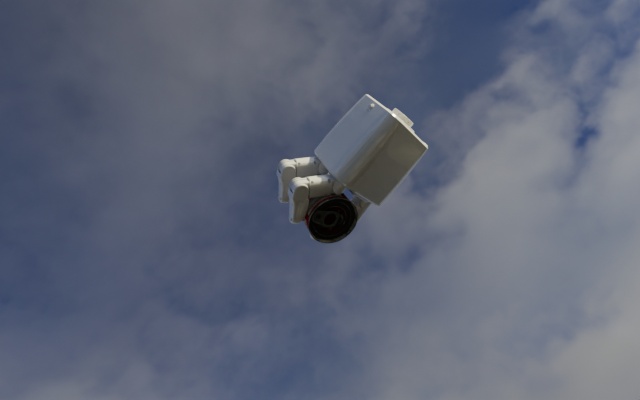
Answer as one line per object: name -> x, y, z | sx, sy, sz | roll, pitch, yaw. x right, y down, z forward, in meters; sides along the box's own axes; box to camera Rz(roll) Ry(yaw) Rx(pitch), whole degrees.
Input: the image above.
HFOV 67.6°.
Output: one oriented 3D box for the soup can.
soup can -> 0.000, 0.002, 0.651 | 0.068, 0.068, 0.102 | 0, 29, -22
